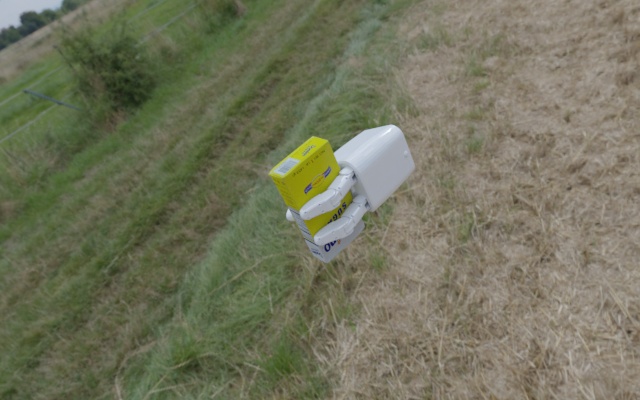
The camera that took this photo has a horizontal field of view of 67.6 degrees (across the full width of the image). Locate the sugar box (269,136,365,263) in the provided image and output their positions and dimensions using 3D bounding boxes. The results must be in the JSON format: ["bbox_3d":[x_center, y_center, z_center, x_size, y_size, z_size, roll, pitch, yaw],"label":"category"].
[{"bbox_3d":[0.001,0.002,0.724,0.093,0.176,0.048,-41,35,-20],"label":"sugar box"}]
